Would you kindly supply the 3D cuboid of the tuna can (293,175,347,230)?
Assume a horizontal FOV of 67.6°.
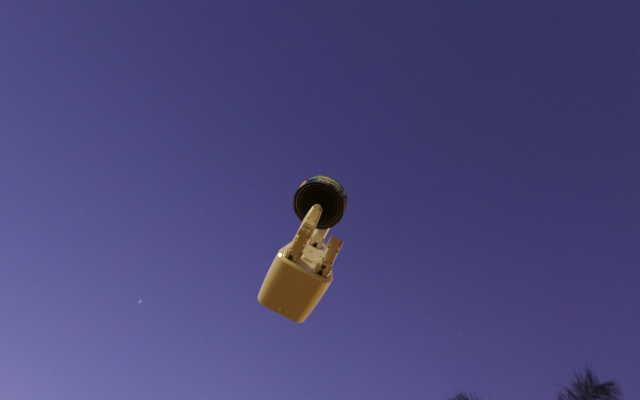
[{"bbox_3d":[0.000,0.002,0.785,0.086,0.086,0.033,0,25,15],"label":"tuna can"}]
